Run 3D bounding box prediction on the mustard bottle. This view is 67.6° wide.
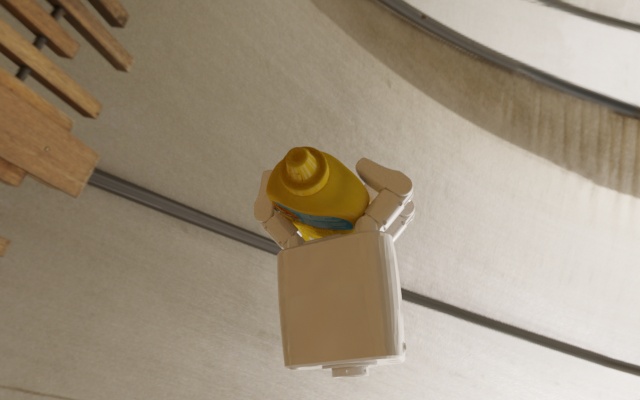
[{"bbox_3d":[0.000,0.001,0.458,0.096,0.058,0.192,16,-17,18],"label":"mustard bottle"}]
